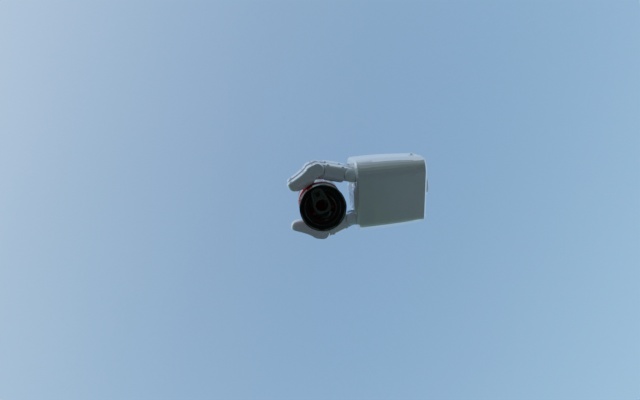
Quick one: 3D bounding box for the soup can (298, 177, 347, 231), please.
[{"bbox_3d":[0.000,0.002,0.727,0.068,0.068,0.102,0,10,-4],"label":"soup can"}]
